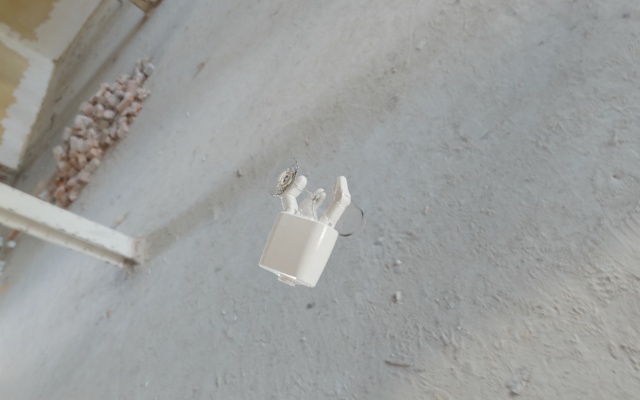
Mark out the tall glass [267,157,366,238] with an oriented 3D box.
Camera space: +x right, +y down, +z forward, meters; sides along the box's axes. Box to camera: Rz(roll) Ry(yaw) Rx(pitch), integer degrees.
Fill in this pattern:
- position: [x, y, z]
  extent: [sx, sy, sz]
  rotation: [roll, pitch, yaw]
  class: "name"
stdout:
- position: [0.000, 0.002, 0.874]
  extent: [0.079, 0.079, 0.201]
  rotation: [0, -26, 47]
  class: "tall glass"
